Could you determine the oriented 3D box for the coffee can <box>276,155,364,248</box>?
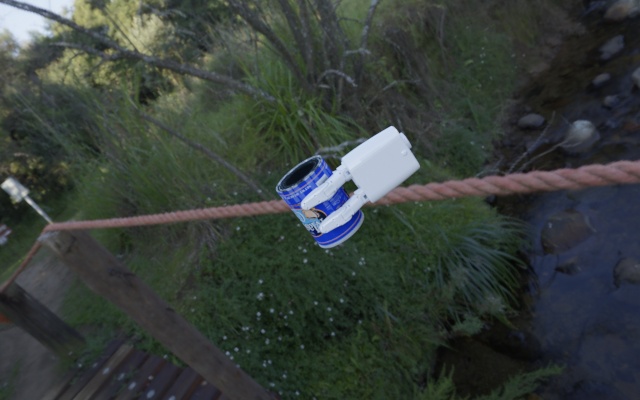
[{"bbox_3d":[0.000,0.003,0.882,0.103,0.140,0.102,-32,20,13],"label":"coffee can"}]
